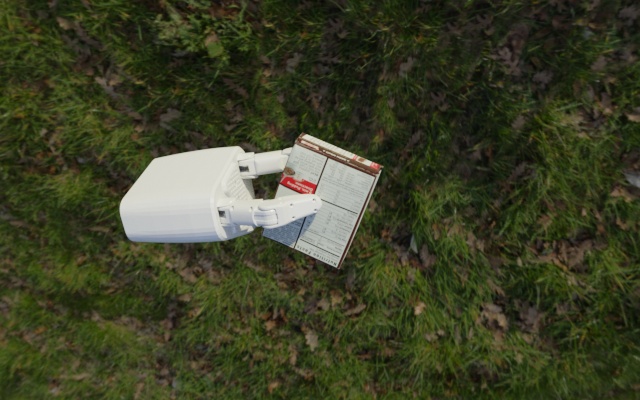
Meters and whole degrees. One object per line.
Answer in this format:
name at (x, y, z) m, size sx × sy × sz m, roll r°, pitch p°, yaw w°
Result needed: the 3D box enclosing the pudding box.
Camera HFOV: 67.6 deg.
pudding box at (0.000, 0.002, 0.482) m, size 0.090 × 0.113 × 0.039 m, roll 23°, pitch 24°, yaw 4°
